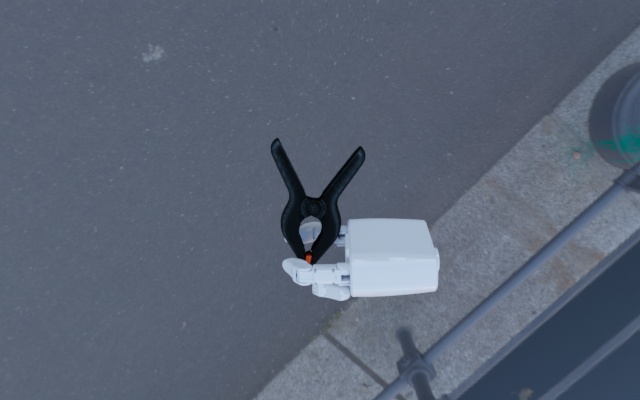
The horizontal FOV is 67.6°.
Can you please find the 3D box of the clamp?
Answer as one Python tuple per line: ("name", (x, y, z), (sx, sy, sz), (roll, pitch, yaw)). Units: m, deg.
("clamp", (0.000, 0.002, 0.620), (0.120, 0.171, 0.039), (-2, 13, 3))
